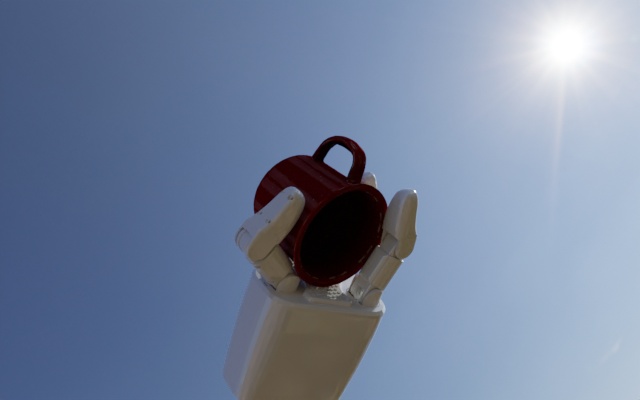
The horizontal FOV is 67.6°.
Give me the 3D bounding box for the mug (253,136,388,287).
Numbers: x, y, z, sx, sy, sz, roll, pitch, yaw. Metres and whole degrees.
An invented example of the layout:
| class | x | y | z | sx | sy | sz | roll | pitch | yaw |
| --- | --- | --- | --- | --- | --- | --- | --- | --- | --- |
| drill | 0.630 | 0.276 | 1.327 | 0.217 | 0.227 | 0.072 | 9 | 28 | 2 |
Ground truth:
| class | x | y | z | sx | sy | sz | roll | pitch | yaw |
| --- | --- | --- | --- | --- | --- | --- | --- | --- | --- |
| mug | 0.000 | 0.000 | 0.400 | 0.093 | 0.117 | 0.081 | 5 | 23 | -41 |
